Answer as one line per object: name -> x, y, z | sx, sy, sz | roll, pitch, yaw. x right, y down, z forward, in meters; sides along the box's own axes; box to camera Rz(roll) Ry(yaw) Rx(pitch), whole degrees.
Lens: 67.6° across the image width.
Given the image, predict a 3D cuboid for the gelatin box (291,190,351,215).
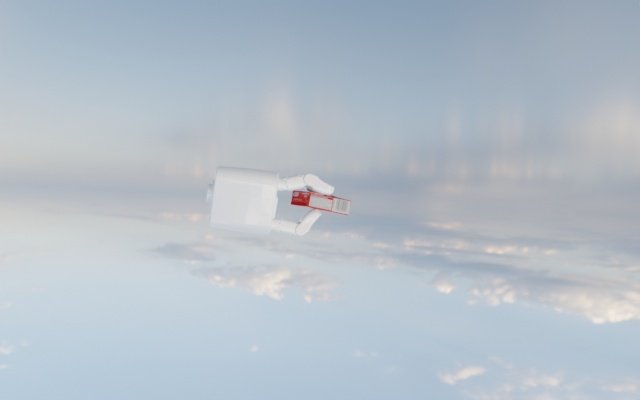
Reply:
gelatin box -> 0.000, 0.003, 0.876 | 0.089, 0.030, 0.073 | 12, -2, -26
